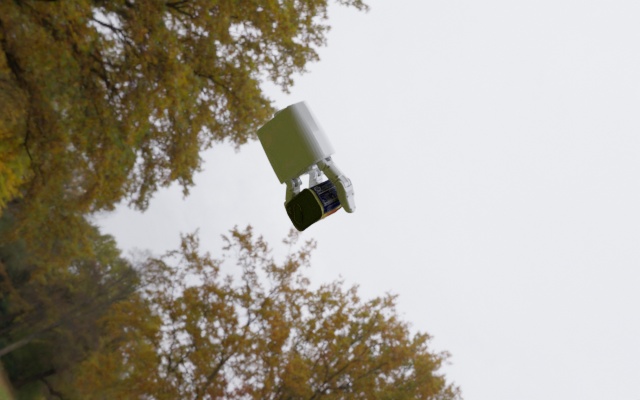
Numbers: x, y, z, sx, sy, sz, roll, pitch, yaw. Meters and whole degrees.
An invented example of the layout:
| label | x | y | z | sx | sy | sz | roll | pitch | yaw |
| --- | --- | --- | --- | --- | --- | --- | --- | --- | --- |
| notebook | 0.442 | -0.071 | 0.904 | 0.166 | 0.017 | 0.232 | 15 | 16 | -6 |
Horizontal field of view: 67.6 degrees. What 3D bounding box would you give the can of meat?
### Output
| label | x | y | z | sx | sy | sz | roll | pitch | yaw |
| --- | --- | --- | --- | --- | --- | --- | --- | --- | --- |
| can of meat | 0.000 | 0.003 | 0.832 | 0.084 | 0.057 | 0.102 | -27 | -7 | -36 |
